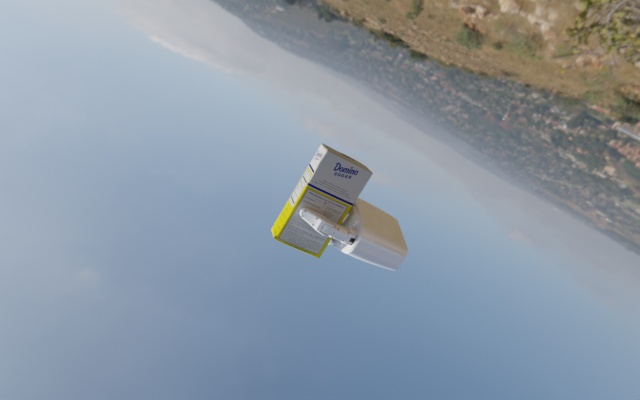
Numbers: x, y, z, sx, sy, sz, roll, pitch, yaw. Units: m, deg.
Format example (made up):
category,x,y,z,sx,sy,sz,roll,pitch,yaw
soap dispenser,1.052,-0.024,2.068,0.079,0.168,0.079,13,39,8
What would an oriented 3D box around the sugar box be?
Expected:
category,x,y,z,sx,sy,sz,roll,pitch,yaw
sugar box,0.000,0.003,0.796,0.093,0.176,0.048,25,14,-24
